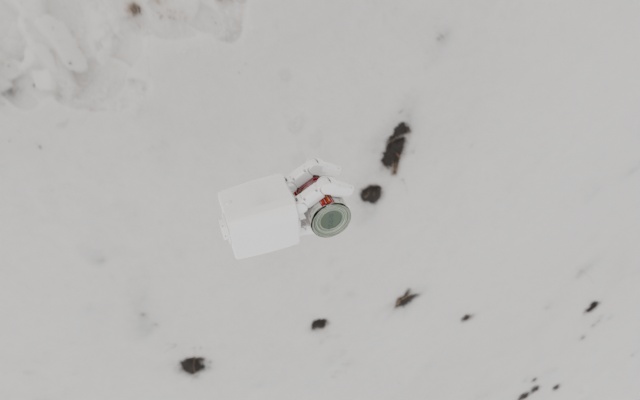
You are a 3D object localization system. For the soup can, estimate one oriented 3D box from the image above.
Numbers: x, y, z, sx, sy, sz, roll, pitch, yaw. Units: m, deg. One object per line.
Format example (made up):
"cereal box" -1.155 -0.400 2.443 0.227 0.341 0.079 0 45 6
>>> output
"soup can" 0.001 0.003 0.768 0.068 0.068 0.102 0 36 -24
